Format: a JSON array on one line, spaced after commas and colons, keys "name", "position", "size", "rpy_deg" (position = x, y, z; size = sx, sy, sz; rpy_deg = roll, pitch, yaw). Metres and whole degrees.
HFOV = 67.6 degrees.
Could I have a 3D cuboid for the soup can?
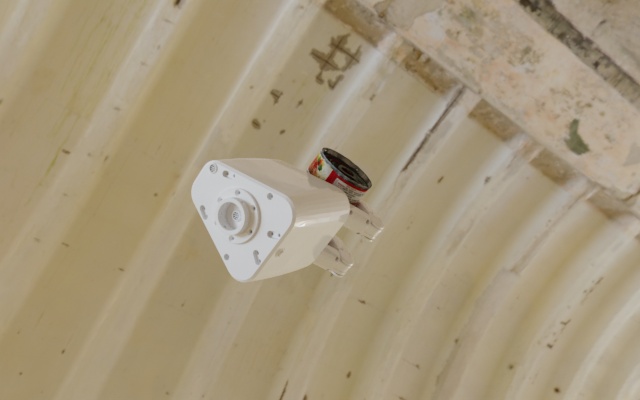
[{"name": "soup can", "position": [0.000, 0.002, 0.534], "size": [0.068, 0.102, 0.068], "rpy_deg": [33, 20, -13]}]
